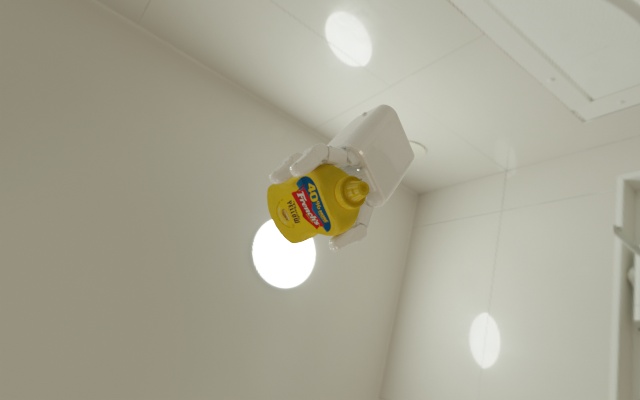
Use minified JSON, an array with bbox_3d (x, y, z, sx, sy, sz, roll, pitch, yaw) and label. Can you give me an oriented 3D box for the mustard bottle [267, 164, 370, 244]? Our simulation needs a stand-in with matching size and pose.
[{"bbox_3d":[0.000,0.002,0.645,0.058,0.096,0.191,-23,3,-35],"label":"mustard bottle"}]
